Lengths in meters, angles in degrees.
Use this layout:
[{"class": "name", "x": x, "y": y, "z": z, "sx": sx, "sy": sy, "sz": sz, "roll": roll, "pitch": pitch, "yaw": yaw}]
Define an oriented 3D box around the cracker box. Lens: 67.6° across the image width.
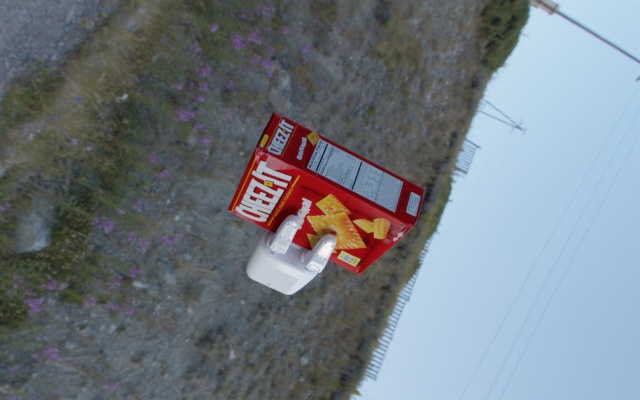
[{"class": "cracker box", "x": 0.000, "y": 0.002, "z": 0.631, "sx": 0.214, "sy": 0.072, "sz": 0.164, "roll": 26, "pitch": -36, "yaw": -8}]
